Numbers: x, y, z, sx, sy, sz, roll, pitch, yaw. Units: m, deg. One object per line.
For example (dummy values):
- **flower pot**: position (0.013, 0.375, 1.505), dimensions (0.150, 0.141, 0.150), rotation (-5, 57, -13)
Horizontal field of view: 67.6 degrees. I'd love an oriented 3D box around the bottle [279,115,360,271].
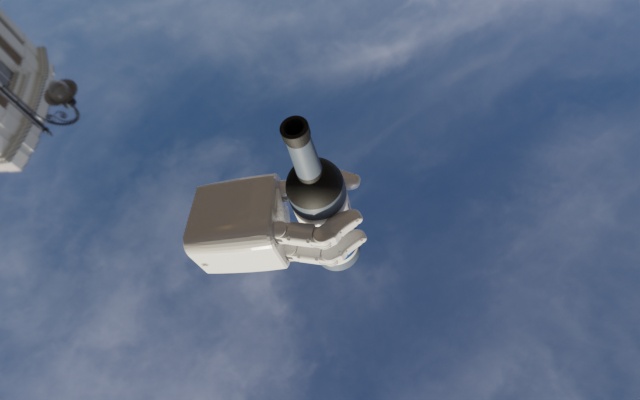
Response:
- **bottle**: position (0.000, 0.002, 0.564), dimensions (0.069, 0.069, 0.296), rotation (0, -28, 11)
